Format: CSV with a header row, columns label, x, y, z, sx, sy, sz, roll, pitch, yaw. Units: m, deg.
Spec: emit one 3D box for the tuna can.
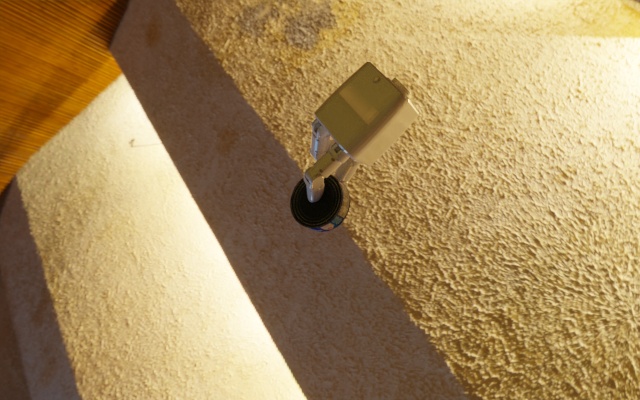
label,x,y,z,sx,sy,sz,roll,pitch,yaw
tuna can,0.000,0.003,0.706,0.086,0.086,0.034,0,-15,29
